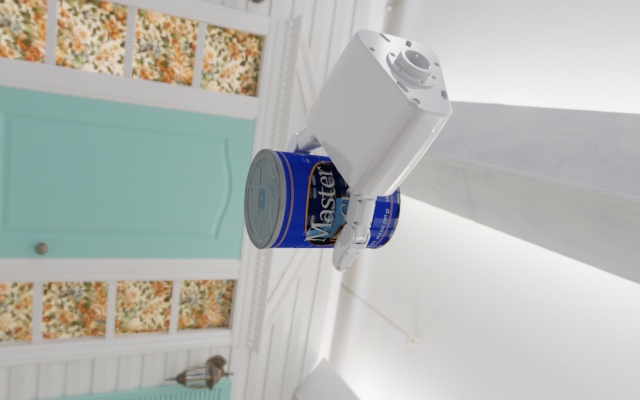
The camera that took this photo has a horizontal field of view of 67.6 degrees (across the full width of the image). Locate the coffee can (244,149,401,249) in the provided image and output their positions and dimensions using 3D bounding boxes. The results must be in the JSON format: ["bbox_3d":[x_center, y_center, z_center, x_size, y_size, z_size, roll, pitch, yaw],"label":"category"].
[{"bbox_3d":[0.000,0.002,0.519,0.140,0.103,0.103,3,-2,-28],"label":"coffee can"}]
